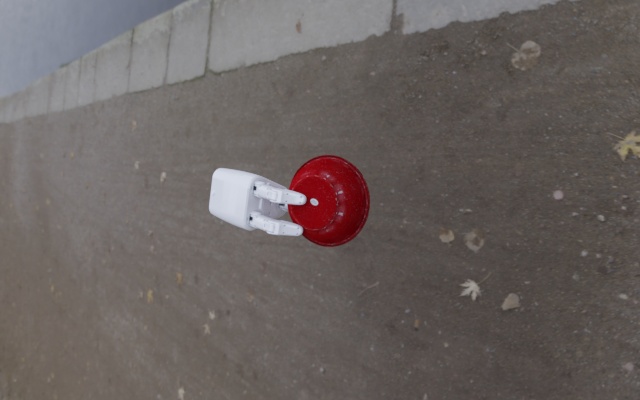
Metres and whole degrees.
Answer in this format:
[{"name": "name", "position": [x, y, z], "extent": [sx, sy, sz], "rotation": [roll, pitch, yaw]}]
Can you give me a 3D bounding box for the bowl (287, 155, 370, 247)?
[{"name": "bowl", "position": [0.001, 0.003, 0.812], "extent": [0.162, 0.162, 0.055], "rotation": [0, 3, 28]}]
